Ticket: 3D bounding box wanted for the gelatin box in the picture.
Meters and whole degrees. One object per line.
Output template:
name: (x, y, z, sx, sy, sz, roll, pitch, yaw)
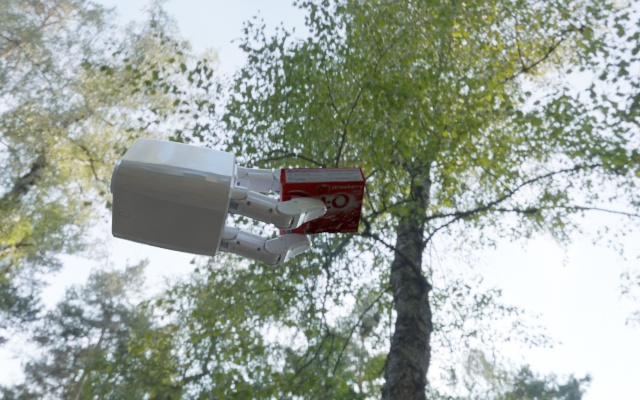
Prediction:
gelatin box: (0.000, 0.001, 0.519, 0.089, 0.073, 0.030, -2, 39, -8)
